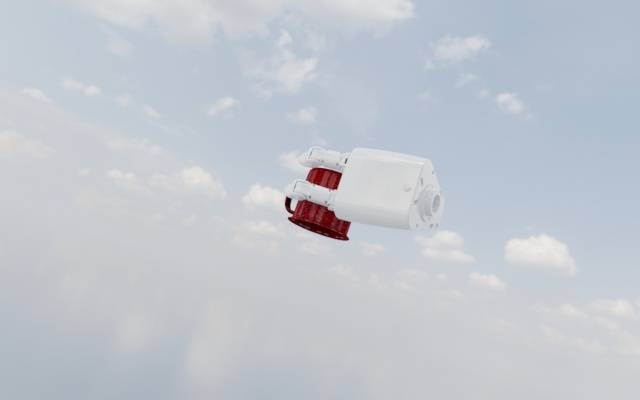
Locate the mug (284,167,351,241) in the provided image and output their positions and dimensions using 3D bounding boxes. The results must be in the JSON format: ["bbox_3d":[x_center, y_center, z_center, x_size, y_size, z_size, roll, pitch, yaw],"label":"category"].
[{"bbox_3d":[-0.001,0.002,0.692,0.117,0.081,0.093,12,-14,34],"label":"mug"}]
